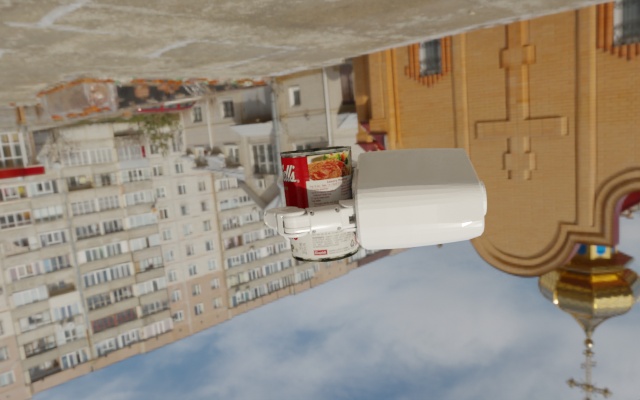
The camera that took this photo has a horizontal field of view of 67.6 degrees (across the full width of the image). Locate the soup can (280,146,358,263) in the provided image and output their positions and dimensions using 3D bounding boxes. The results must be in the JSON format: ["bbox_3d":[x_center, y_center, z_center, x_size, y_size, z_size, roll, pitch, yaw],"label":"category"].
[{"bbox_3d":[0.000,0.002,0.459,0.068,0.102,0.068,-5,9,1],"label":"soup can"}]
